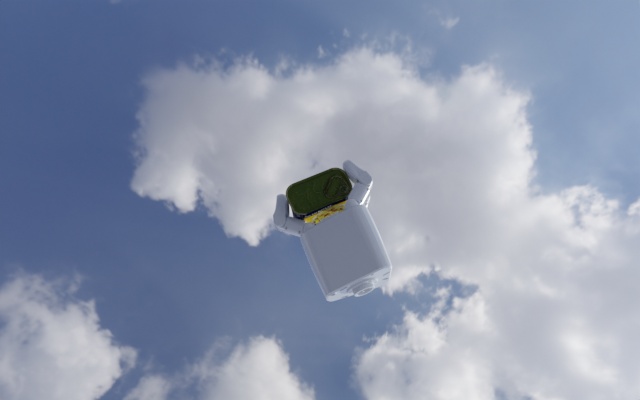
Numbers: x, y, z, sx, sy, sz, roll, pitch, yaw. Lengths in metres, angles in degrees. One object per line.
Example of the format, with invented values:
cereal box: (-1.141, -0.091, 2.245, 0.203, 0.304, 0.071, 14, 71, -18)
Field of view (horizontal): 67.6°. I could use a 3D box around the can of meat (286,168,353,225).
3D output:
can of meat: (0.000, 0.003, 0.776, 0.102, 0.057, 0.084, -23, -26, -7)
